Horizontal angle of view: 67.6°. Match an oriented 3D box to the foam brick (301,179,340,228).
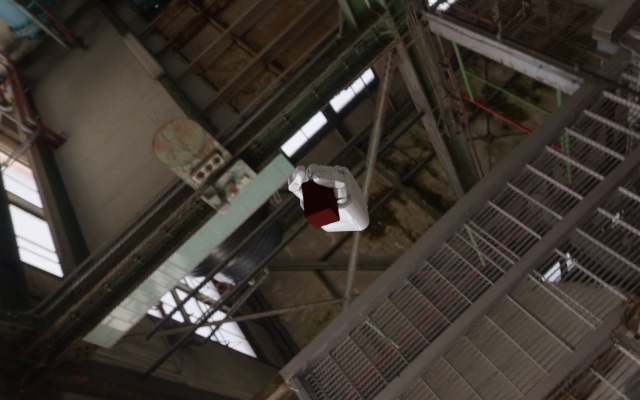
[{"bbox_3d":[0.000,0.003,0.880,0.053,0.078,0.051,-18,-37,16],"label":"foam brick"}]
